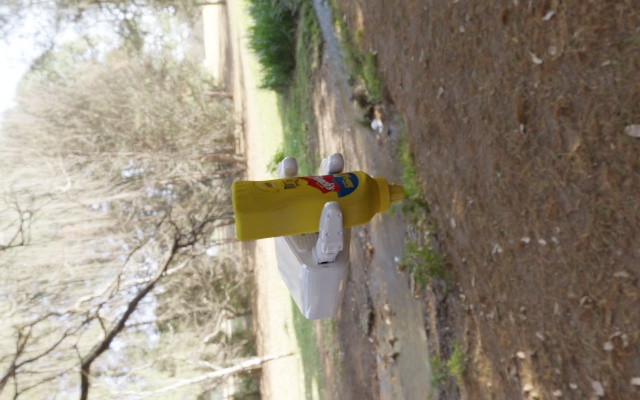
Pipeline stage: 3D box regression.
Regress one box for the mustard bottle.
[{"bbox_3d":[0.000,0.001,0.532,0.191,0.058,0.096,-6,19,-10],"label":"mustard bottle"}]
